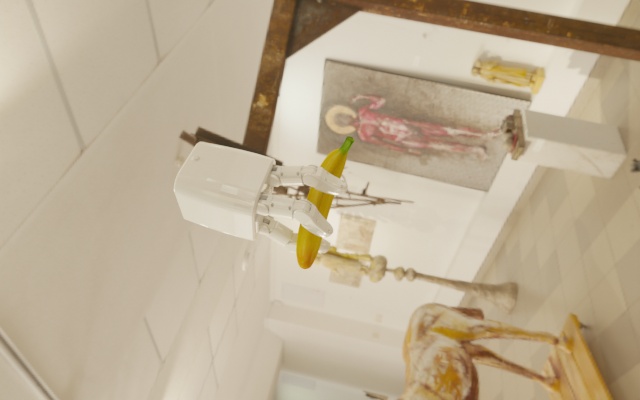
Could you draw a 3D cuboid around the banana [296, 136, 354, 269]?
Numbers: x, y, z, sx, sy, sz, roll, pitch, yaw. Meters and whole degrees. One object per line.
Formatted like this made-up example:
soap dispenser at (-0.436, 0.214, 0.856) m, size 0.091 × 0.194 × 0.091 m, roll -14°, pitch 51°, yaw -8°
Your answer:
banana at (-0.002, 0.005, 0.660) m, size 0.037 × 0.197 × 0.070 m, roll 19°, pitch -20°, yaw -2°
